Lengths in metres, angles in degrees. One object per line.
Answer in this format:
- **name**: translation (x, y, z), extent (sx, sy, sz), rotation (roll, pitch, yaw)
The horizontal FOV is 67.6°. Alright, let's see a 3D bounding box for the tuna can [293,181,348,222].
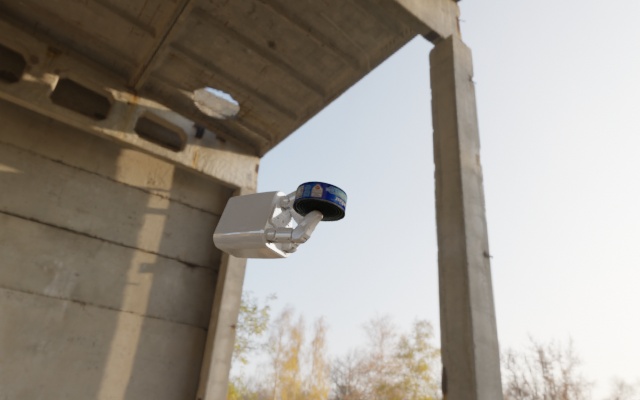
- **tuna can**: translation (0.000, 0.002, 0.768), extent (0.086, 0.033, 0.086), rotation (9, -24, 4)
